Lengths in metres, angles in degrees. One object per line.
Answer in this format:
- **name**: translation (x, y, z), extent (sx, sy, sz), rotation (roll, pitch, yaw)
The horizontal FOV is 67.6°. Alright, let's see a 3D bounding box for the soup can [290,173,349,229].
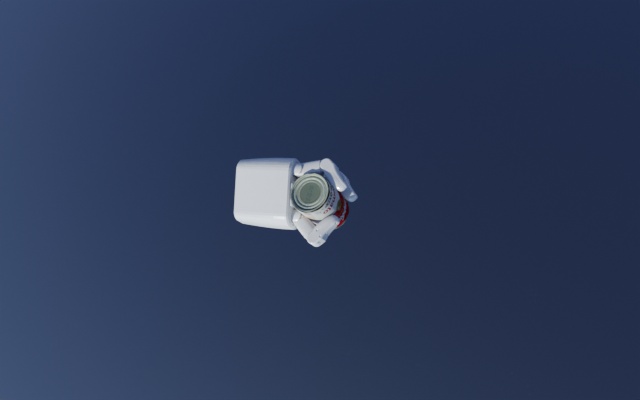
- **soup can**: translation (0.000, 0.003, 0.783), extent (0.068, 0.068, 0.102), rotation (0, -19, 22)
